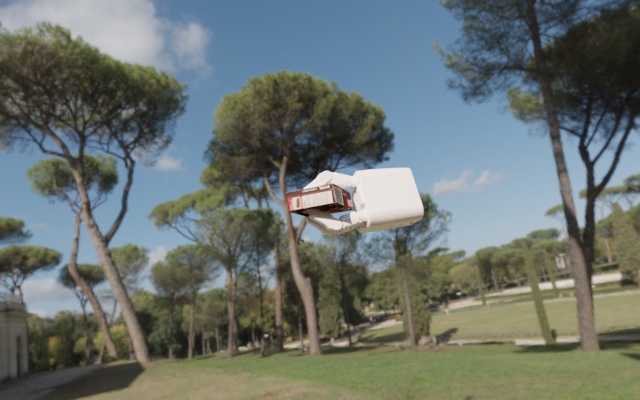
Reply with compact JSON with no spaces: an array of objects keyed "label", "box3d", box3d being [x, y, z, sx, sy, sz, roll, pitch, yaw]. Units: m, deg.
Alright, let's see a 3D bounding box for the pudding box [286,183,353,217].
[{"label":"pudding box","box3d":[0.000,0.003,0.858,0.090,0.039,0.113,-12,-13,17]}]
